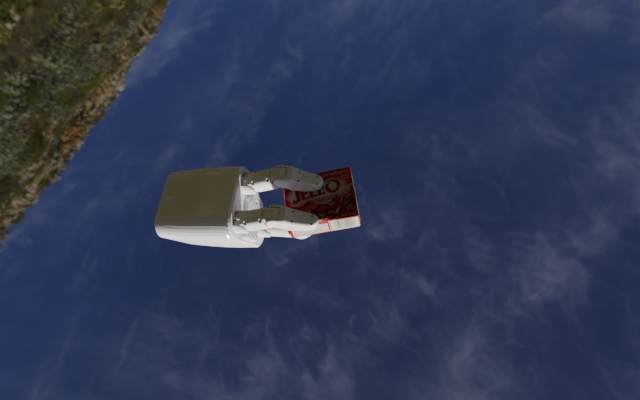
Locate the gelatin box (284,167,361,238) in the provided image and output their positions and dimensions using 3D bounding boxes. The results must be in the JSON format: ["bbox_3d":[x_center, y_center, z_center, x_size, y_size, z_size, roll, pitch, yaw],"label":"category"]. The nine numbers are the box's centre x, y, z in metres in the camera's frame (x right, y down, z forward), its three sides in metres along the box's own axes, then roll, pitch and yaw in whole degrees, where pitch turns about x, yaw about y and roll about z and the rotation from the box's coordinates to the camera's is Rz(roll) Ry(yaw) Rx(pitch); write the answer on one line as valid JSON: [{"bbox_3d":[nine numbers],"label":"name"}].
[{"bbox_3d":[0.001,0.002,0.593,0.089,0.073,0.030,-10,-32,4],"label":"gelatin box"}]
